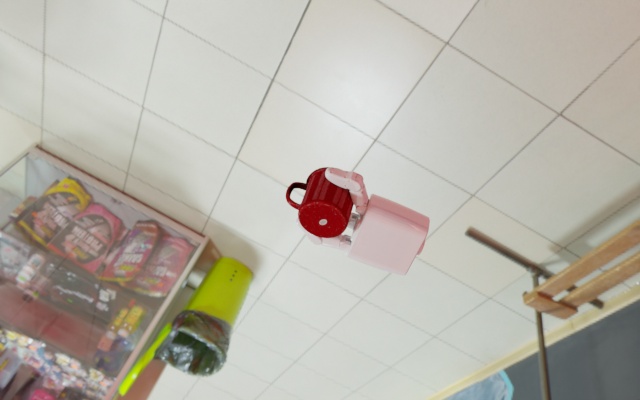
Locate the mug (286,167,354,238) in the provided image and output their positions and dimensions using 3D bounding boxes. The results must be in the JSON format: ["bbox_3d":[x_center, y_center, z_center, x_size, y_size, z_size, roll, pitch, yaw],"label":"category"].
[{"bbox_3d":[-0.001,0.002,0.775,0.117,0.093,0.081,19,44,0],"label":"mug"}]
